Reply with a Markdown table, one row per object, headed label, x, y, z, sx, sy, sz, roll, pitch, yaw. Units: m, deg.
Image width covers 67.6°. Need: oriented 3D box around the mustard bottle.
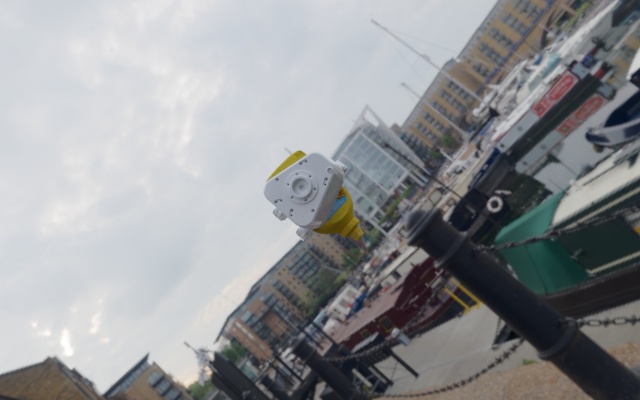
| label | x | y | z | sx | sy | sz | roll | pitch | yaw |
| --- | --- | --- | --- | --- | --- | --- | --- | --- | --- |
| mustard bottle | 0.000 | 0.003 | 0.856 | 0.191 | 0.096 | 0.058 | 41 | -20 | 8 |
